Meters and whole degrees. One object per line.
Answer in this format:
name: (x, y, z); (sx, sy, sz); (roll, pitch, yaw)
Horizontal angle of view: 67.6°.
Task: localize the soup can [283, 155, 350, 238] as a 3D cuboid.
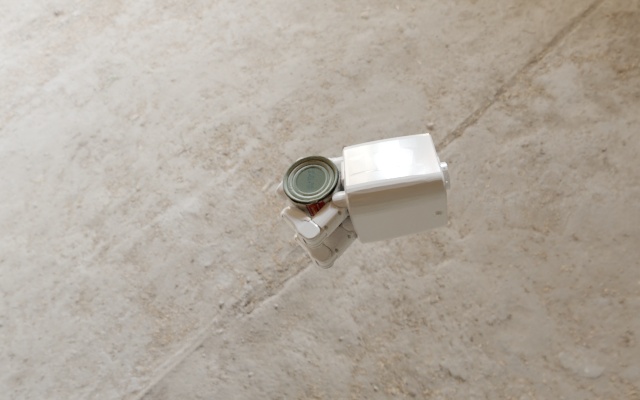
soup can: (0.000, 0.002, 0.577); (0.068, 0.068, 0.102); (0, -32, 16)
